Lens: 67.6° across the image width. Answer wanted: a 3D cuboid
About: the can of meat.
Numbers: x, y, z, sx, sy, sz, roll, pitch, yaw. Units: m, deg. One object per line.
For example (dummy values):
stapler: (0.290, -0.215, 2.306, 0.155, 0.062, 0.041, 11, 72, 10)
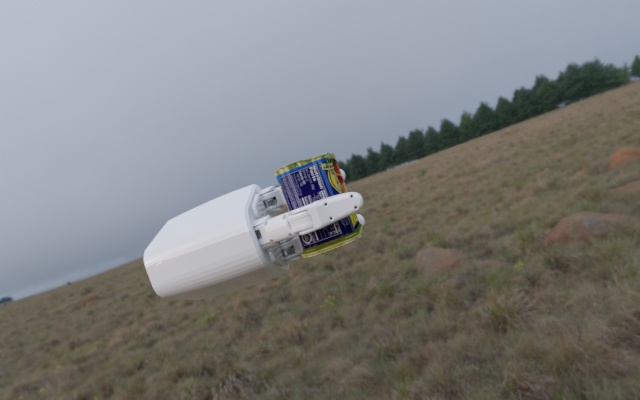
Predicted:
can of meat: (0.000, 0.001, 0.465, 0.057, 0.084, 0.102, -21, 1, 8)
